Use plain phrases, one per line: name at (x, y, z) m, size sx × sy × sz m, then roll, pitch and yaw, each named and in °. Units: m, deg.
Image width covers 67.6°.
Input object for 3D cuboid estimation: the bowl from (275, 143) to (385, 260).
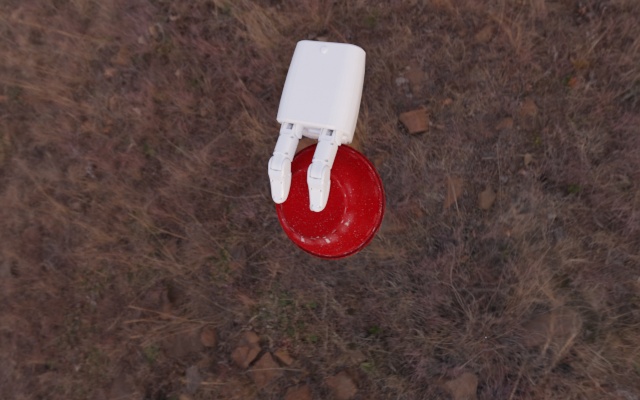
bowl at (0.000, 0.003, 0.630) m, size 0.162 × 0.162 × 0.055 m, roll 0°, pitch 4°, yaw 23°
